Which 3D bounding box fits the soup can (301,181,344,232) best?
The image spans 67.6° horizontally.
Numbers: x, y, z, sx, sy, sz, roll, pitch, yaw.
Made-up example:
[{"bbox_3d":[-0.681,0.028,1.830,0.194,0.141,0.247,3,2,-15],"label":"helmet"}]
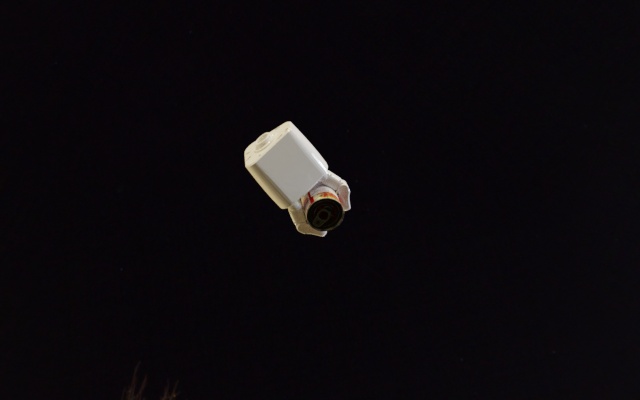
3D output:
[{"bbox_3d":[0.000,0.003,0.885,0.068,0.068,0.102,0,27,-11],"label":"soup can"}]
